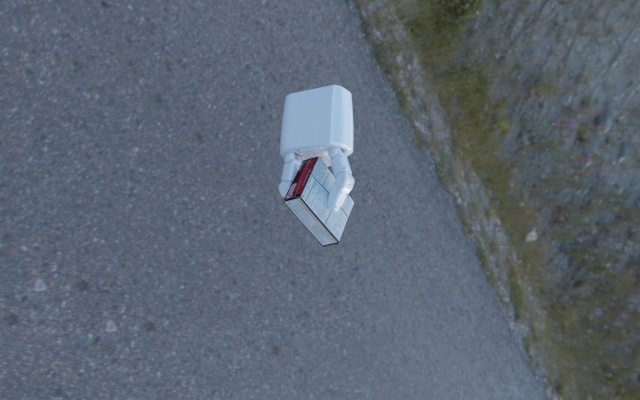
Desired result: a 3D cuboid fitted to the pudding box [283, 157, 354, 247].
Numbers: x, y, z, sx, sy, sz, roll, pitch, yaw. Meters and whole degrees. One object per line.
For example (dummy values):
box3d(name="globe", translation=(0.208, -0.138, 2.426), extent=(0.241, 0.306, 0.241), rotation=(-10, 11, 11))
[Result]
box3d(name="pudding box", translation=(0.000, 0.002, 0.741), extent=(0.039, 0.090, 0.113), rotation=(-14, -51, 39))
